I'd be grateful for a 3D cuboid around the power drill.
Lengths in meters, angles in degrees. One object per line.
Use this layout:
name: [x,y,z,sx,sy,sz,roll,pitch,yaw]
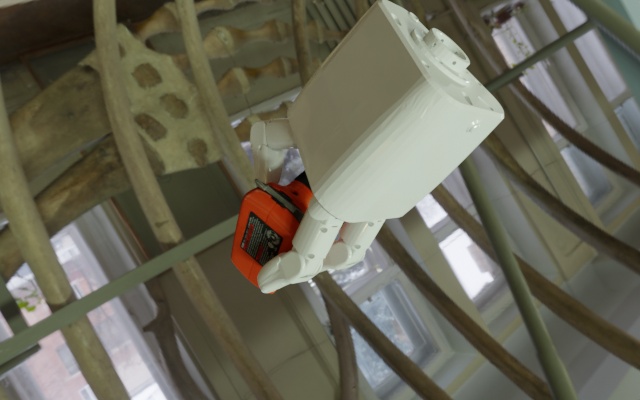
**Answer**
power drill: [0.000,0.002,0.452,0.057,0.185,0.187,36,49,14]
